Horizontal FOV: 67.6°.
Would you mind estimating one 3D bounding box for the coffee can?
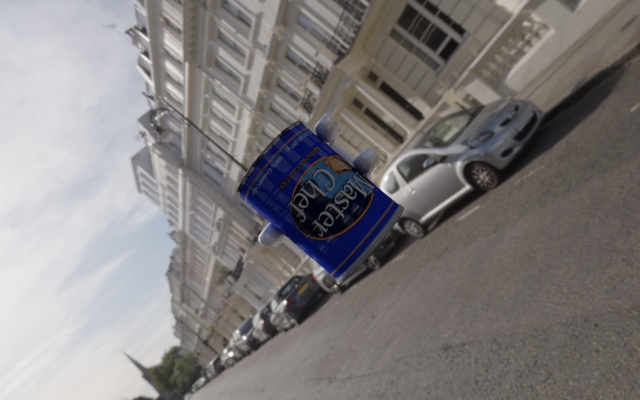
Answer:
[{"bbox_3d":[0.000,0.002,0.495,0.140,0.103,0.103,40,3,3],"label":"coffee can"}]
